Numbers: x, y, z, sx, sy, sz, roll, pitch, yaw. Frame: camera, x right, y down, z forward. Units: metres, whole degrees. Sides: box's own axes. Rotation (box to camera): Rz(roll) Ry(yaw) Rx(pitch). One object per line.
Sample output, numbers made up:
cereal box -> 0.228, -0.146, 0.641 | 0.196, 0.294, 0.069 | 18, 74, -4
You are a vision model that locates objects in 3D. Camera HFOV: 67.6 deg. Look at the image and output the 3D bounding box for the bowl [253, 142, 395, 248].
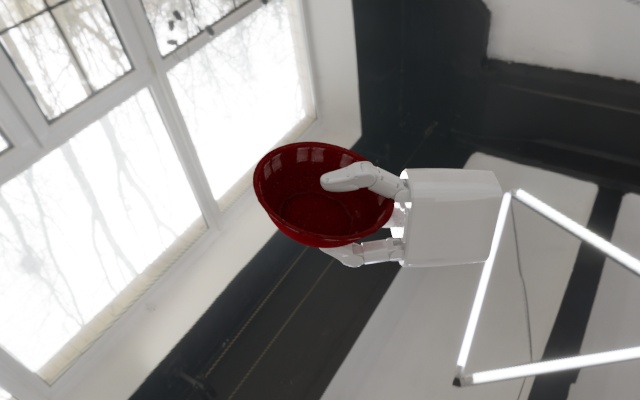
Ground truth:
bowl -> -0.001, 0.002, 0.551 | 0.162, 0.055, 0.162 | 8, 43, -8
